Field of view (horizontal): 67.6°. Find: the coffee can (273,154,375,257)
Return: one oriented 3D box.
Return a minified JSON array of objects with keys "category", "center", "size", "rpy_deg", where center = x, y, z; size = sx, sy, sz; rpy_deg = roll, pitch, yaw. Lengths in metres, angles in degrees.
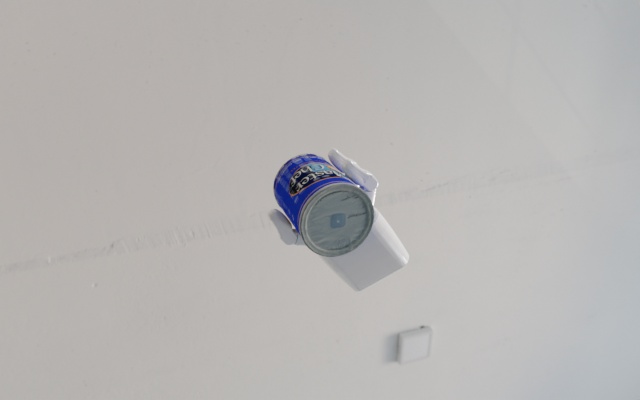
[{"category":"coffee can","center":[0.000,0.002,0.671],"size":[0.103,0.103,0.140],"rpy_deg":[0,21,-21]}]
